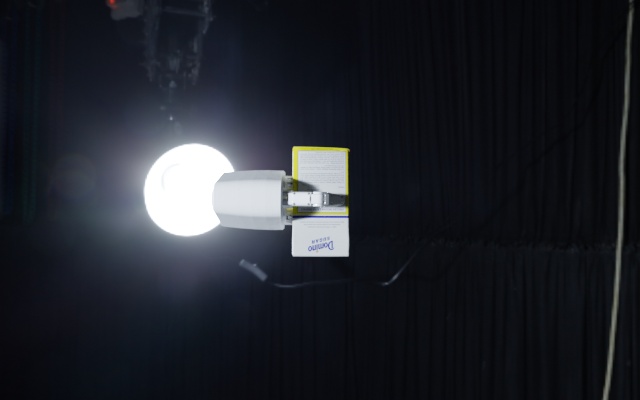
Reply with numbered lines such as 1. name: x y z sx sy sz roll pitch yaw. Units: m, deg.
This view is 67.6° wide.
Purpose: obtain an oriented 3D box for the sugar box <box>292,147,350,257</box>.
1. sugar box: 0.000 0.002 0.780 0.093 0.176 0.048 1 -1 -3
